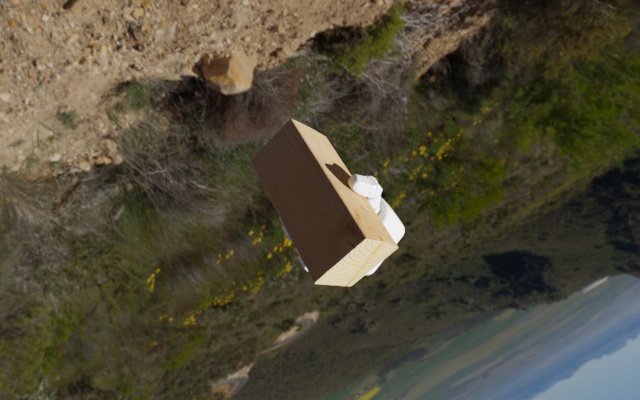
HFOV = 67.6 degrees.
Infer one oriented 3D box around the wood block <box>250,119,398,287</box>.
[{"bbox_3d":[0.001,0.002,0.639,0.091,0.206,0.090,-43,-31,20],"label":"wood block"}]
